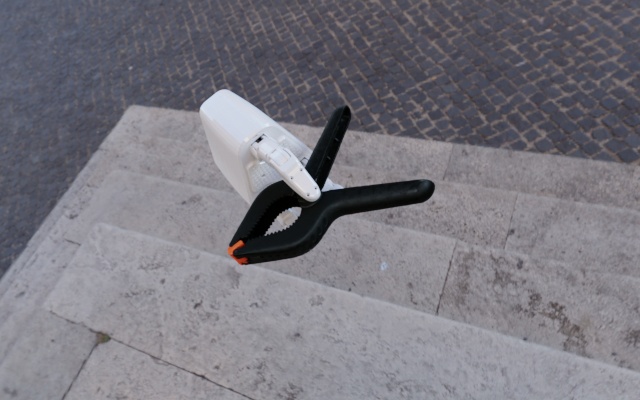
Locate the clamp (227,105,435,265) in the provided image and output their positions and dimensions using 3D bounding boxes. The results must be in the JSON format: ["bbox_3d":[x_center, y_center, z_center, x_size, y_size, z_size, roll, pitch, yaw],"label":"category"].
[{"bbox_3d":[-0.001,0.001,0.493,0.164,0.210,0.036,41,-10,39],"label":"clamp"}]
